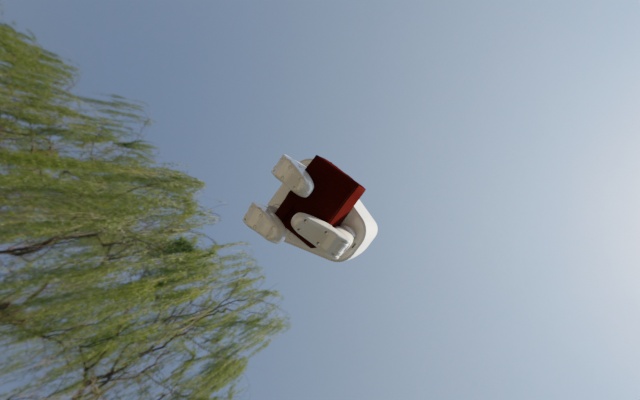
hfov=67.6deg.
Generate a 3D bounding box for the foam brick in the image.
[{"bbox_3d":[0.000,0.001,0.480,0.053,0.078,0.051,38,8,14],"label":"foam brick"}]
